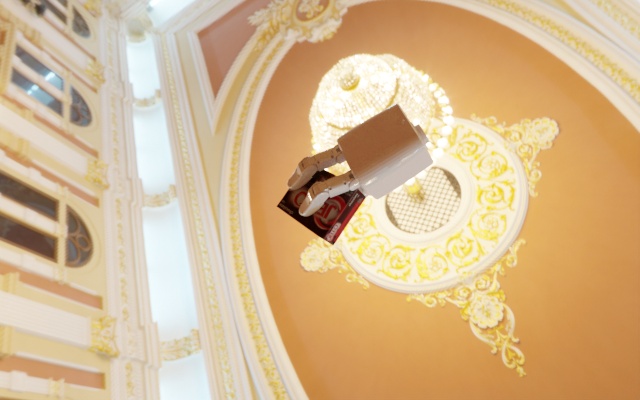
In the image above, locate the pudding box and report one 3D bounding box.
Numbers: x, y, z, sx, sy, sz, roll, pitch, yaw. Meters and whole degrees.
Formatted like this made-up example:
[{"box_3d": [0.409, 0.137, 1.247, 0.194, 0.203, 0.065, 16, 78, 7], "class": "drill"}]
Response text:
[{"box_3d": [0.000, 0.002, 0.727, 0.113, 0.090, 0.039, 32, -5, 40], "class": "pudding box"}]
